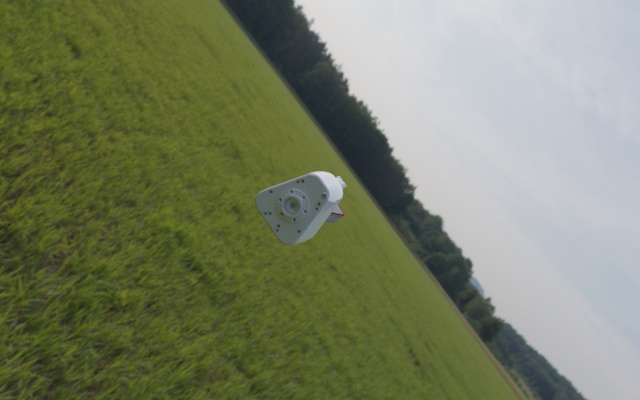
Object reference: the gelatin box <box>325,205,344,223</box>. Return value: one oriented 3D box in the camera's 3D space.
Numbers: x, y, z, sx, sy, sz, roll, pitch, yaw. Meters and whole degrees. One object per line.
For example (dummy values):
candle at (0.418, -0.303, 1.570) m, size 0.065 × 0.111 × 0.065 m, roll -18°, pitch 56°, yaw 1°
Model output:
gelatin box at (0.001, 0.003, 0.874) m, size 0.030 × 0.073 × 0.089 m, roll -37°, pitch -18°, yaw 16°
